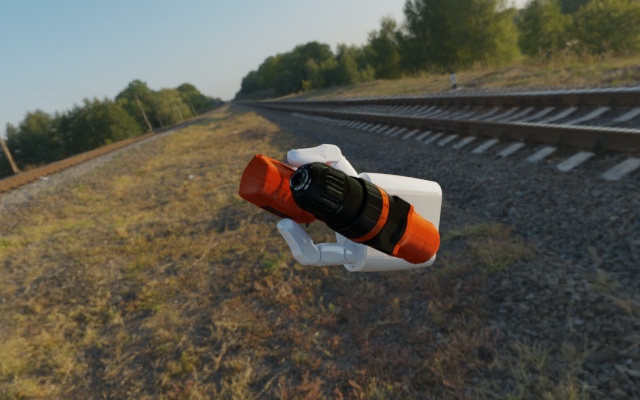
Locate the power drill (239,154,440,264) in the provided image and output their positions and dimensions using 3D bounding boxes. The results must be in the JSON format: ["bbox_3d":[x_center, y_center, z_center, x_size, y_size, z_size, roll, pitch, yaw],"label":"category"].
[{"bbox_3d":[0.000,0.001,0.466,0.184,0.057,0.187,29,-7,-42],"label":"power drill"}]
